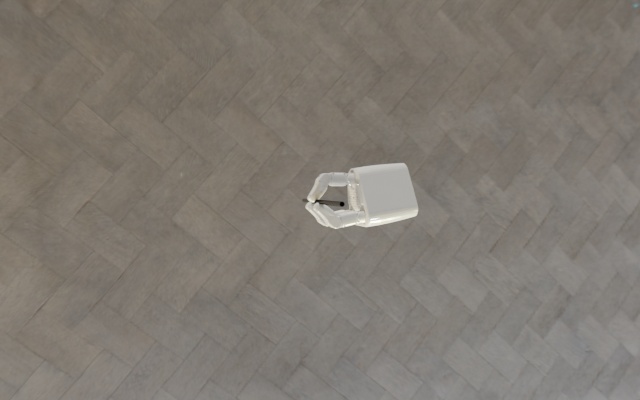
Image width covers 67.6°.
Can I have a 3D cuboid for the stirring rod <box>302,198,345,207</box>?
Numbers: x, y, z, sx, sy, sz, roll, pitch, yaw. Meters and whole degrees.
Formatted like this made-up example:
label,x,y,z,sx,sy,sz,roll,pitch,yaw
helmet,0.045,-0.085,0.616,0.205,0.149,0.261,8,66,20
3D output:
label,x,y,z,sx,sy,sz,roll,pitch,yaw
stirring rod,0.000,0.003,0.849,0.011,0.011,0.239,0,1,-16
